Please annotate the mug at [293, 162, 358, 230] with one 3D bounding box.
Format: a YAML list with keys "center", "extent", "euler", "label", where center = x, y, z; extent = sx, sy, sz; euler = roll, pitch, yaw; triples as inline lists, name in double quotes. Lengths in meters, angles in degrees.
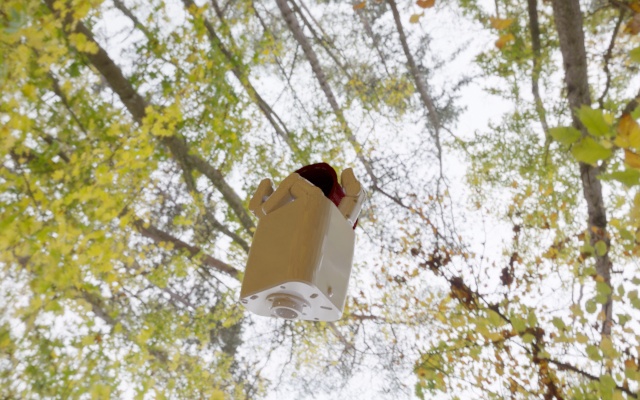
- center: [0.000, 0.001, 0.640]
  extent: [0.093, 0.117, 0.081]
  euler: [-11, -43, 27]
  label: "mug"
